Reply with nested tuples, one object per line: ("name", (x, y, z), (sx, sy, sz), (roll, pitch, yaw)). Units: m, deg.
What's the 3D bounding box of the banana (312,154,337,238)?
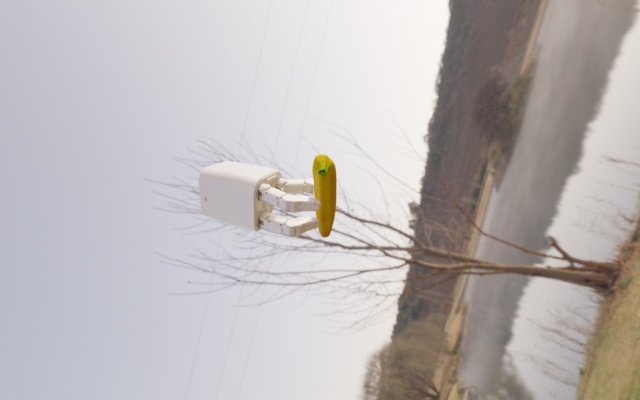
("banana", (0.005, -0.015, 0.771), (0.037, 0.069, 0.198), (11, -32, 11))
